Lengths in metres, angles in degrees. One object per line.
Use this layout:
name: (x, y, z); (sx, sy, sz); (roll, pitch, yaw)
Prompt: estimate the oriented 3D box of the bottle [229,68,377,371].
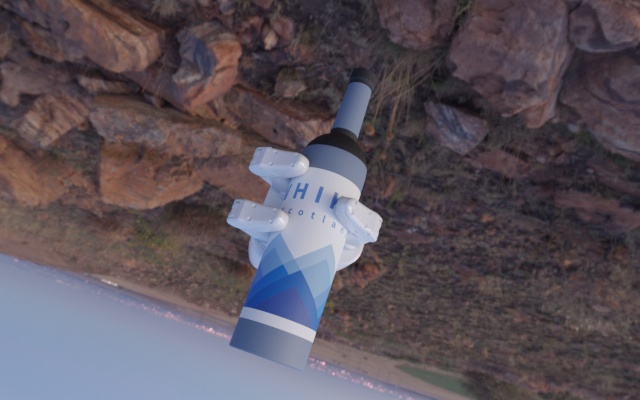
bottle: (0.000, 0.002, 0.448); (0.069, 0.295, 0.069); (17, -19, 6)
